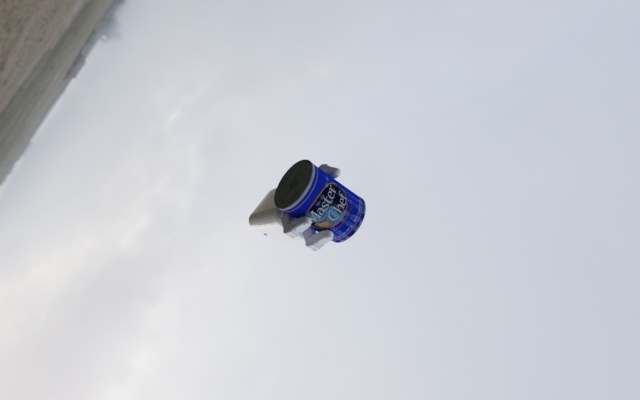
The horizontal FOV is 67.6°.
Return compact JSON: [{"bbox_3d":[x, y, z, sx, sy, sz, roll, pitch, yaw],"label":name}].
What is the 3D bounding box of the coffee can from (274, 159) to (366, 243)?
[{"bbox_3d":[0.000,0.003,0.885,0.140,0.102,0.103,34,-19,-31],"label":"coffee can"}]
